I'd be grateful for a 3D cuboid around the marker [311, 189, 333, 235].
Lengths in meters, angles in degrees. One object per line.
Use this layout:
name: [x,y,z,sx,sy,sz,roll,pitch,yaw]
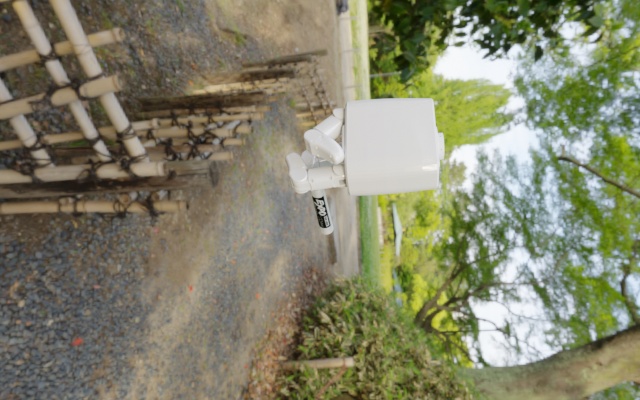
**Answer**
marker: [0.000,0.002,0.624,0.020,0.020,0.121,0,-40,11]
